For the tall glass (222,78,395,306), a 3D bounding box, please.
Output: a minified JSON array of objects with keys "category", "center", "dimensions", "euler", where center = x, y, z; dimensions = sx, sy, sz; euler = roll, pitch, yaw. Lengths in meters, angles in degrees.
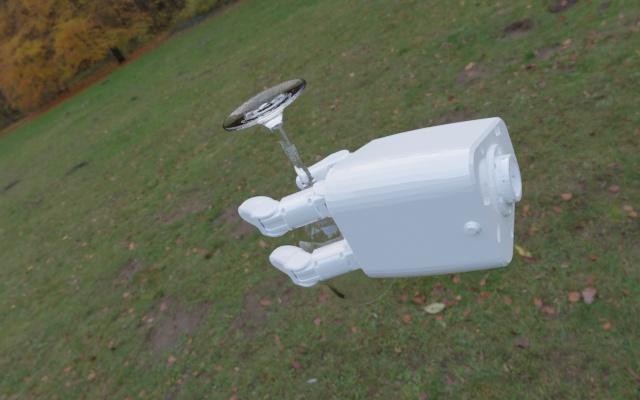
[{"category":"tall glass","center":[0.000,0.001,0.416],"dimensions":[0.079,0.201,0.079],"euler":[-23,28,13]}]
